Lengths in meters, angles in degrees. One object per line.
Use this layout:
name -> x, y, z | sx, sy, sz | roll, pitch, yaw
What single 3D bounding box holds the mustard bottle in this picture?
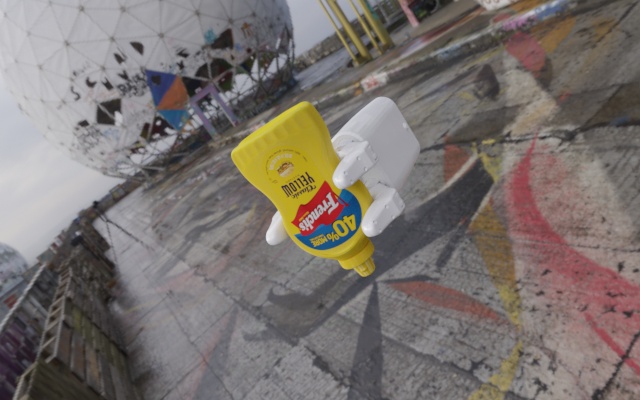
mustard bottle -> 0.000, 0.002, 0.496 | 0.096, 0.192, 0.058 | -29, 17, 19
